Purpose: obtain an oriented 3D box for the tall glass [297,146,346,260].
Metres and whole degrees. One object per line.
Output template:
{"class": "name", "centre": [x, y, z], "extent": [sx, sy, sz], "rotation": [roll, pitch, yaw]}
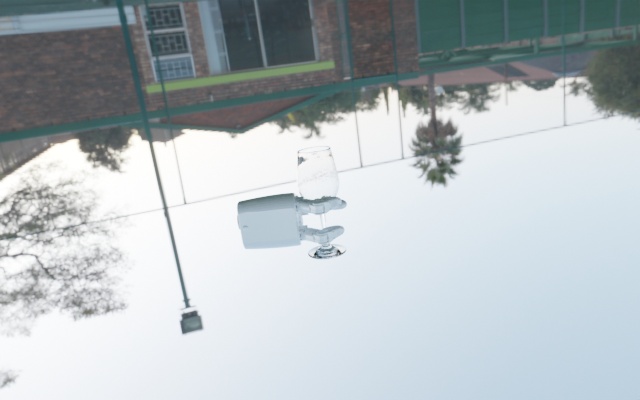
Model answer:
{"class": "tall glass", "centre": [0.000, 0.004, 0.888], "extent": [0.079, 0.201, 0.079], "rotation": [-7, 15, 2]}
